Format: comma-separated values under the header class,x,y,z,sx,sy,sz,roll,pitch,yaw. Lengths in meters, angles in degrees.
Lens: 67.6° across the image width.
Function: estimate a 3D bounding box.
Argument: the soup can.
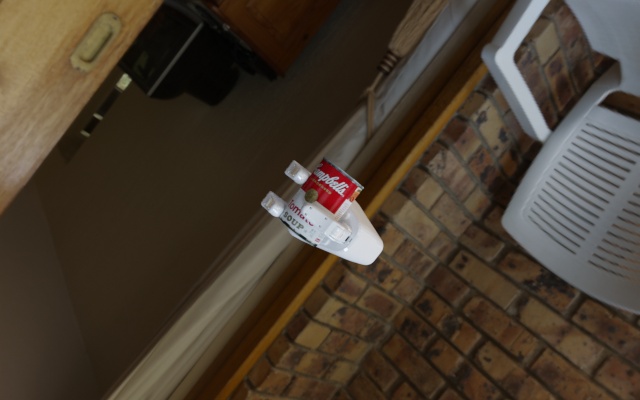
class,x,y,z,sx,sy,sz,roll,pitch,yaw
soup can,0.000,0.002,0.641,0.068,0.102,0.068,38,2,-2
